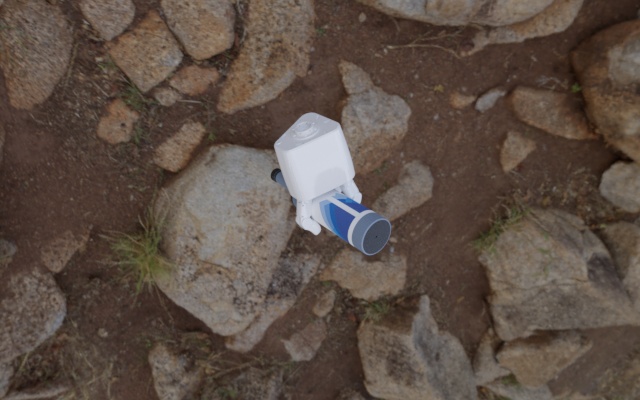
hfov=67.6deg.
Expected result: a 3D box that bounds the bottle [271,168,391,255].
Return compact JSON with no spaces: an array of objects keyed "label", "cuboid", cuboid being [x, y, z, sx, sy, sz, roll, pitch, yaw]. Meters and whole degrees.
[{"label":"bottle","cuboid":[0.000,0.003,0.873,0.069,0.069,0.295,0,22,-42]}]
